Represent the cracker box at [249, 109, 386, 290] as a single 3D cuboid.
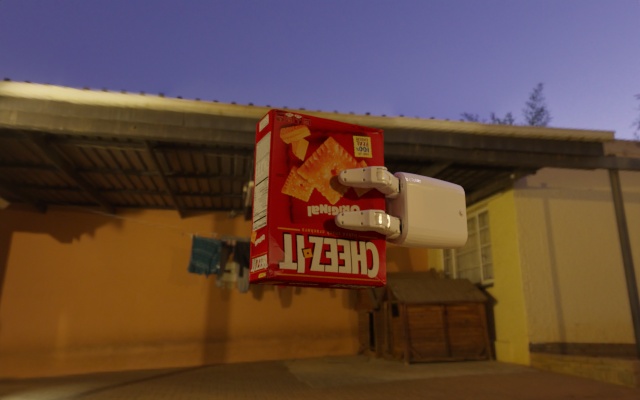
[{"bbox_3d":[0.000,0.002,0.615,0.164,0.213,0.072,8,-17,-25],"label":"cracker box"}]
